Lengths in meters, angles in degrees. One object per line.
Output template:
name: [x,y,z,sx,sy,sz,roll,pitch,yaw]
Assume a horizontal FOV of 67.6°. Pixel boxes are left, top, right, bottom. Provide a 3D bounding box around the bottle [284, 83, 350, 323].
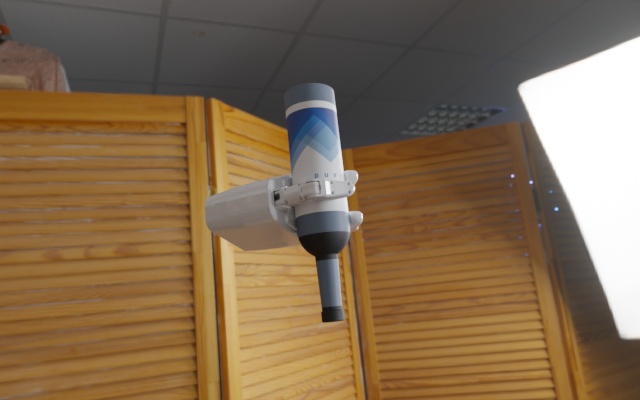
bottle: [0.000,0.002,0.602,0.069,0.295,0.069,-6,-12,-1]
